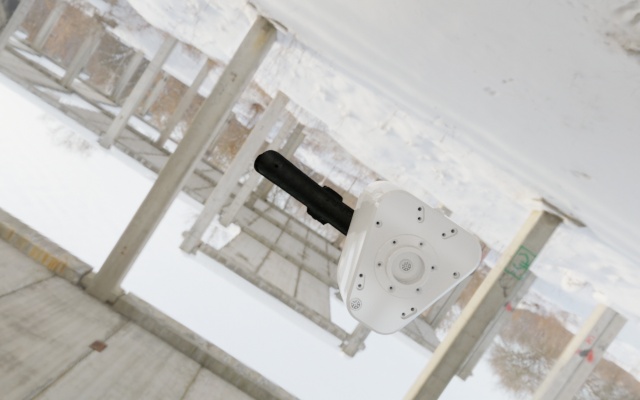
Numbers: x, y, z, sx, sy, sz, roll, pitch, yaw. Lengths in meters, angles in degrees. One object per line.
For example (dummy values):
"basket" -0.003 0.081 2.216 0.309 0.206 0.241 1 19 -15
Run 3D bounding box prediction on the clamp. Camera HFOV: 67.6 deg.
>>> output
"clamp" 0.000 0.002 0.485 0.171 0.039 0.120 33 3 -2
